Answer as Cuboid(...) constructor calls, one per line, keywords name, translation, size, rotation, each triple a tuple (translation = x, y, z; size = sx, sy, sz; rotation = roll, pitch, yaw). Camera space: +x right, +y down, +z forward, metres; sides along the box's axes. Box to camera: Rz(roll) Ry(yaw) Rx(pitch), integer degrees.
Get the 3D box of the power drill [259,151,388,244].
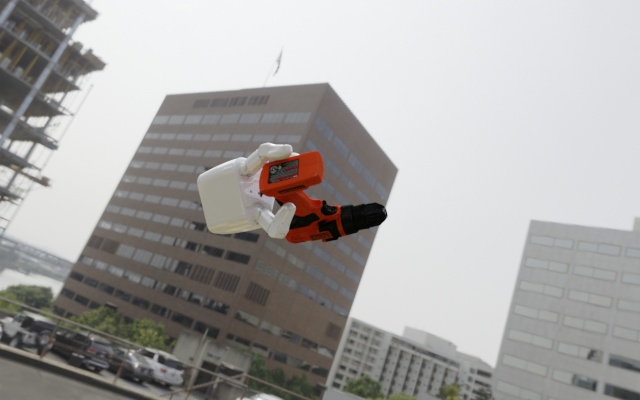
Cuboid(name="power drill", translation=(0.000, 0.002, 0.768), size=(0.184, 0.057, 0.188), rotation=(-14, -39, 16))
